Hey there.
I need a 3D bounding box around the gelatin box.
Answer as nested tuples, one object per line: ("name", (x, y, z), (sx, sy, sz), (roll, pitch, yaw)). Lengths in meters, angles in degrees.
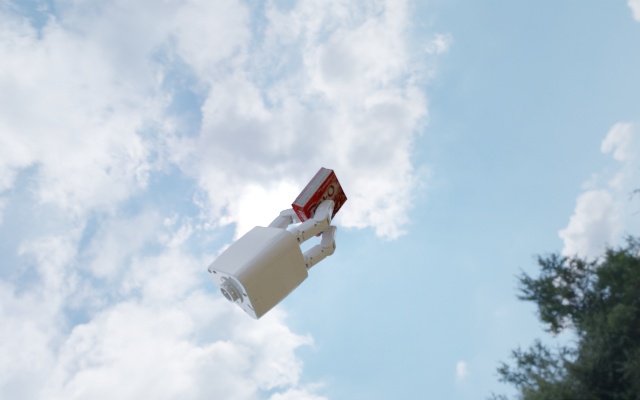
("gelatin box", (0.000, 0.002, 0.775), (0.030, 0.089, 0.073), (18, -30, 39))
